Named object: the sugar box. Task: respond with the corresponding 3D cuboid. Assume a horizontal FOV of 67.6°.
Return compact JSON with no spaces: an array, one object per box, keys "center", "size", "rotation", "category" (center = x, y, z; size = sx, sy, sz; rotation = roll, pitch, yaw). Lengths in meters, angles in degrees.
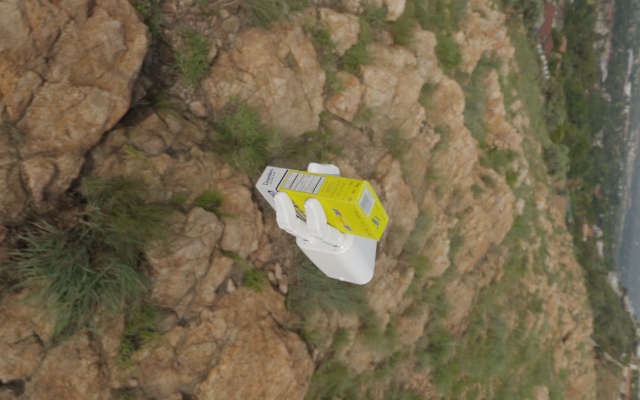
[{"center":[0.000,0.003,0.683],"size":[0.176,0.048,0.093],"rotation":[8,-32,35],"category":"sugar box"}]
